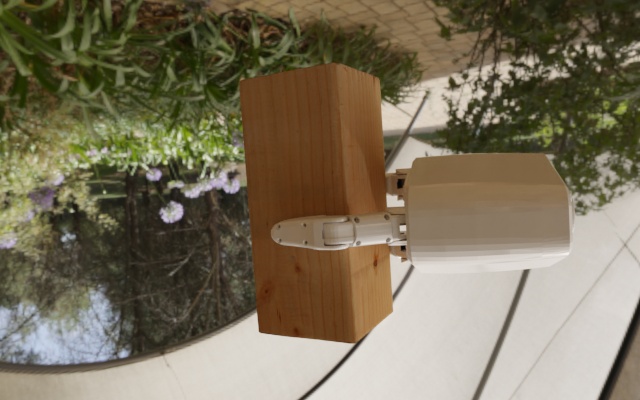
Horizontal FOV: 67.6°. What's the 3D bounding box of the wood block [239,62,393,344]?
[{"bbox_3d":[0.000,0.001,0.402,0.090,0.206,0.091,-2,4,29],"label":"wood block"}]
